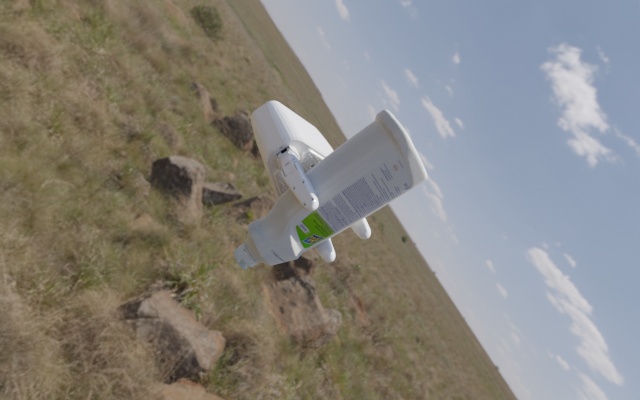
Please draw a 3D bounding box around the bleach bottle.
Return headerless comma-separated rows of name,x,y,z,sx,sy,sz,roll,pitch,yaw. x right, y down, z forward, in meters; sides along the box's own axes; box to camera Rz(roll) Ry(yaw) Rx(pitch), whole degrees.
bleach bottle,0.000,0.002,0.577,0.251,0.068,0.103,-33,-45,6
